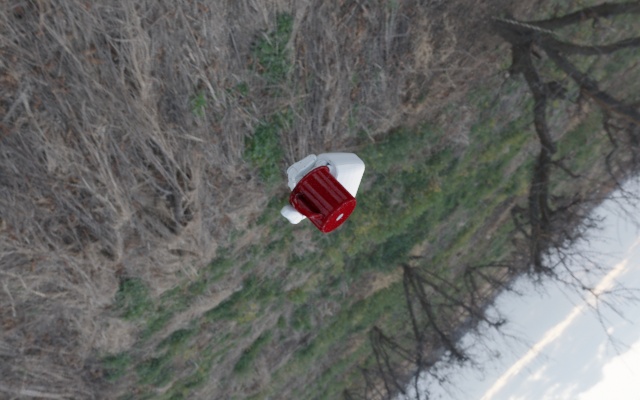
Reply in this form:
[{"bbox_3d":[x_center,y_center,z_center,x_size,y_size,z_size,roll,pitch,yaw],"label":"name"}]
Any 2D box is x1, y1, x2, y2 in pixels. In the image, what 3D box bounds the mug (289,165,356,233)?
[{"bbox_3d":[-0.001,0.003,0.807,0.081,0.093,0.117,46,30,20],"label":"mug"}]
